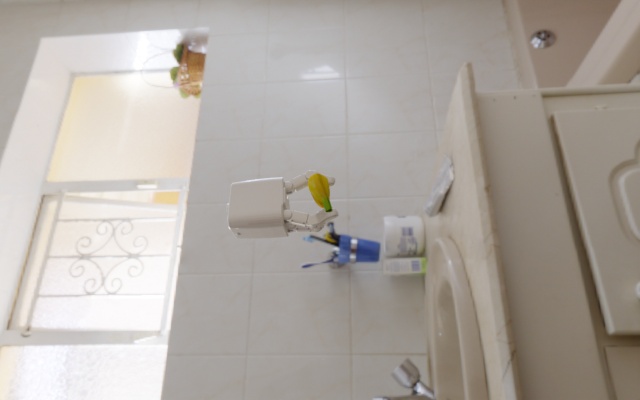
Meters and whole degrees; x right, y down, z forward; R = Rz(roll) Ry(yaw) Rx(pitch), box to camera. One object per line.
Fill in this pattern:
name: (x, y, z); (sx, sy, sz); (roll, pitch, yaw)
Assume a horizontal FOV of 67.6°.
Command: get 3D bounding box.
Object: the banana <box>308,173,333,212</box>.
banana: (-0.002, -0.016, 0.881); (0.037, 0.069, 0.198); (-7, 2, 0)
